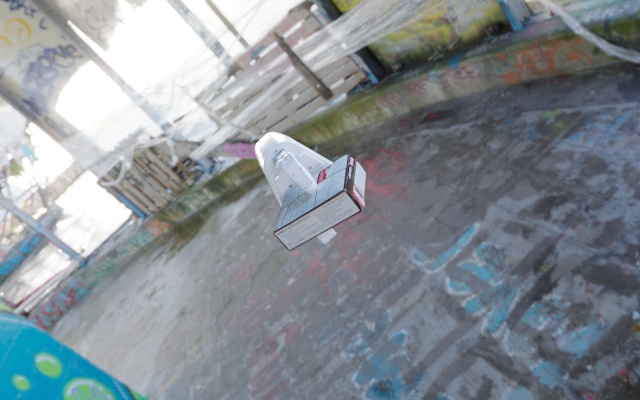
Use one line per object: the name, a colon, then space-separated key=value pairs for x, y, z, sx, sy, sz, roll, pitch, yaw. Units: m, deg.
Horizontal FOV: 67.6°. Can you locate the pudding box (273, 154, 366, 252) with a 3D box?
pudding box: x=0.000 y=0.002 z=0.586 sx=0.113 sy=0.039 sz=0.090 roll=-33 pitch=25 yaw=25
